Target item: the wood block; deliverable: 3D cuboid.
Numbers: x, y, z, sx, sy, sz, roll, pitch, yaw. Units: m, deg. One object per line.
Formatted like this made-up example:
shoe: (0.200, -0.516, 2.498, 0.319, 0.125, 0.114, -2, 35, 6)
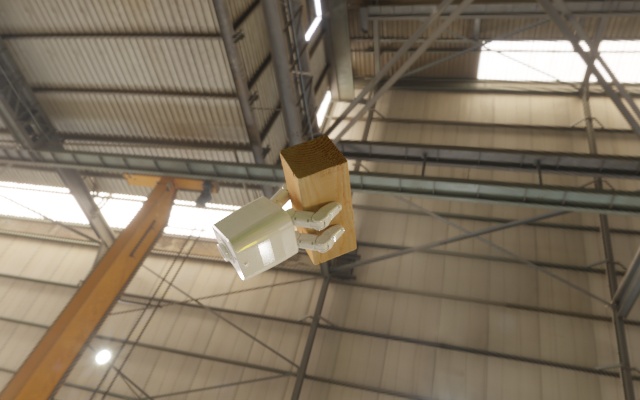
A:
wood block: (0.000, 0.003, 0.844, 0.090, 0.206, 0.090, -21, 43, -13)
